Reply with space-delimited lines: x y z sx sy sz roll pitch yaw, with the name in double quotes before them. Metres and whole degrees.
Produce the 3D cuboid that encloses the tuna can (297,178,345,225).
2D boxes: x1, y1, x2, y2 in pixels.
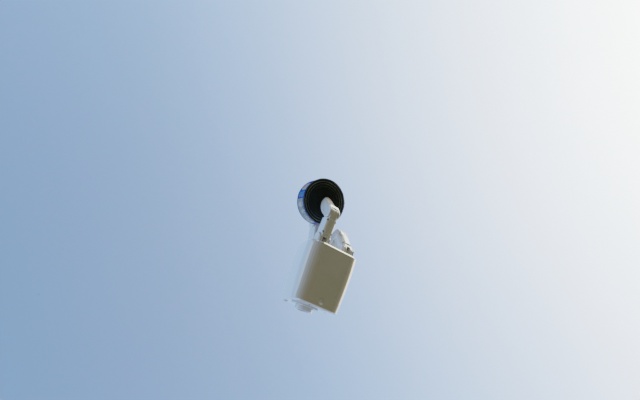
"tuna can" 0.000 0.003 0.892 0.086 0.086 0.034 0 -4 -28
